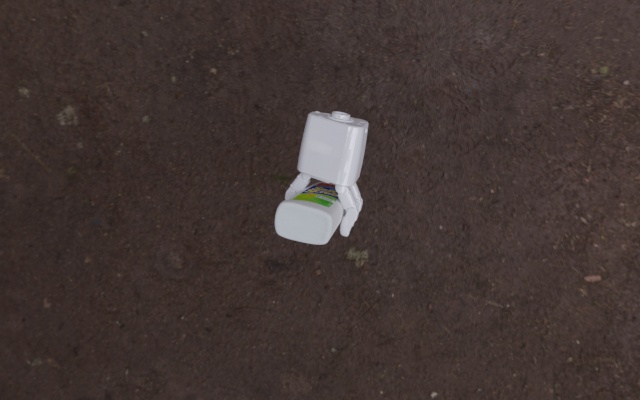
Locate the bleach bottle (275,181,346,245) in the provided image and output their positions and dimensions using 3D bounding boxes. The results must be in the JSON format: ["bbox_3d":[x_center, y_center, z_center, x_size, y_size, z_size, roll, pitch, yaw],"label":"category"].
[{"bbox_3d":[0.000,0.003,0.899,0.102,0.068,0.250,13,20,9],"label":"bleach bottle"}]
